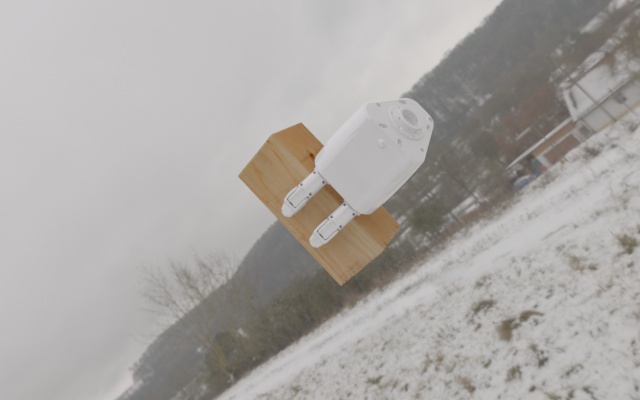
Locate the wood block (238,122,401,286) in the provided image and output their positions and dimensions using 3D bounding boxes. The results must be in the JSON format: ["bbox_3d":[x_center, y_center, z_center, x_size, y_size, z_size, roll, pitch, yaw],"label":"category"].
[{"bbox_3d":[0.000,0.002,0.665,0.090,0.206,0.090,-45,-4,32],"label":"wood block"}]
